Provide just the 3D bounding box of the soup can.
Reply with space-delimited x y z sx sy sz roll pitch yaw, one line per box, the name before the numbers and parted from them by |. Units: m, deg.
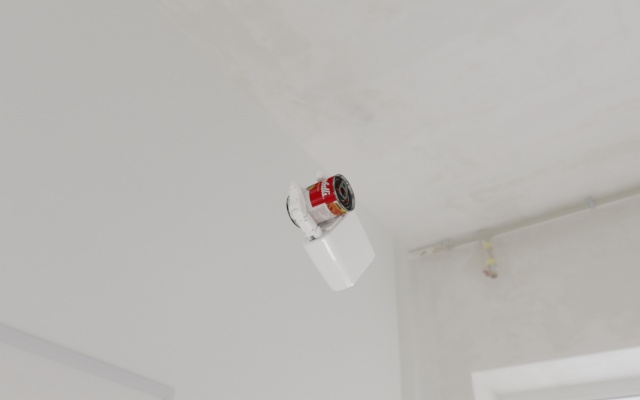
soup can | 0.000 0.002 0.831 0.102 0.068 0.068 -21 -11 28
